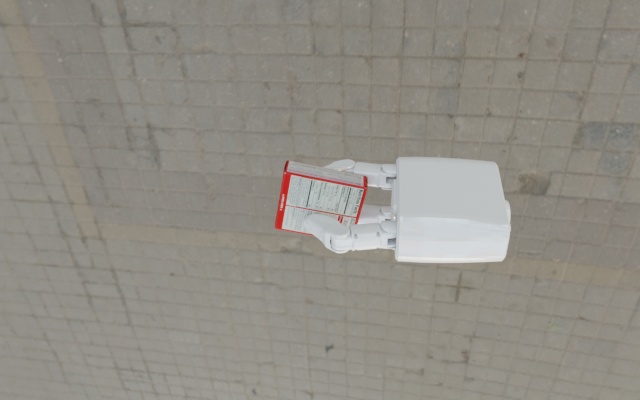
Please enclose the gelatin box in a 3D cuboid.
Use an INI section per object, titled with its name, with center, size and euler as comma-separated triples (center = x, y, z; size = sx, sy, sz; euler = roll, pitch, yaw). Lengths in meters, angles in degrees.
[gelatin box]
center = 0.000, 0.002, 0.511
size = 0.089, 0.073, 0.030
euler = 10, 33, -3
